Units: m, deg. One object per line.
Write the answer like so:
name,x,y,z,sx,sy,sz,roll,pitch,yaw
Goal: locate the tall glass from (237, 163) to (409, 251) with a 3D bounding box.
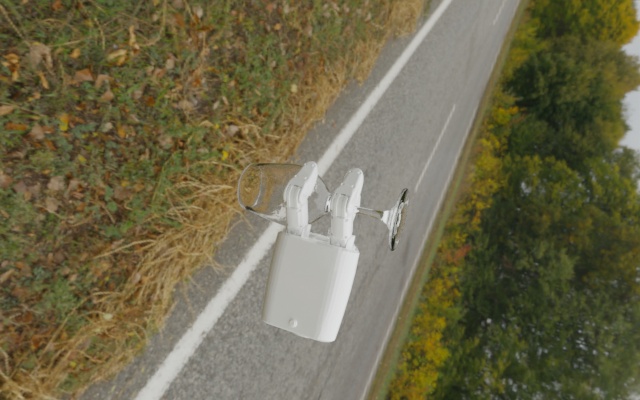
tall glass,0.001,0.002,0.582,0.201,0.079,0.079,13,4,20
